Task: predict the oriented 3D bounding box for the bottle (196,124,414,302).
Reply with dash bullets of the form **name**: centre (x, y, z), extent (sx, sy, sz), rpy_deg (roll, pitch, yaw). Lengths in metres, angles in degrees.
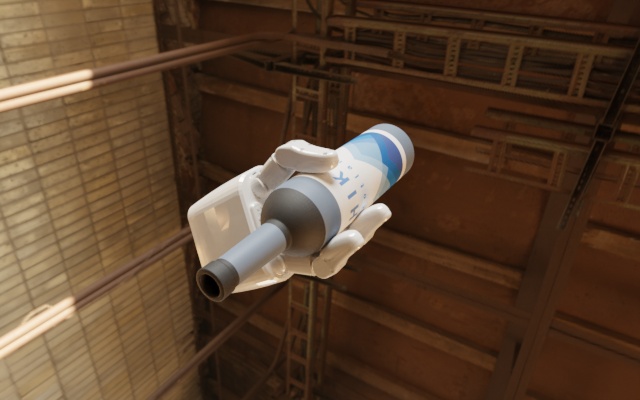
- **bottle**: centre (0.000, 0.001, 0.446), extent (0.069, 0.069, 0.295), rpy_deg (0, 24, 36)
